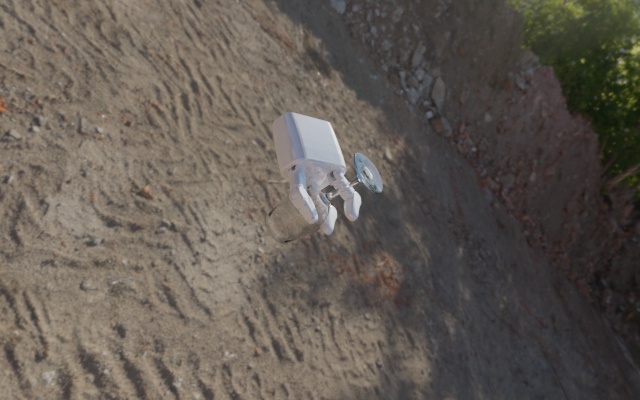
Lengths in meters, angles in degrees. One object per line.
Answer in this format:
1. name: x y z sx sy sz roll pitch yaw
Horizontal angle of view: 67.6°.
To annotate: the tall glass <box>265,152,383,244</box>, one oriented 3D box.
1. tall glass: 0.001 0.002 0.787 0.201 0.079 0.079 -32 -16 28
